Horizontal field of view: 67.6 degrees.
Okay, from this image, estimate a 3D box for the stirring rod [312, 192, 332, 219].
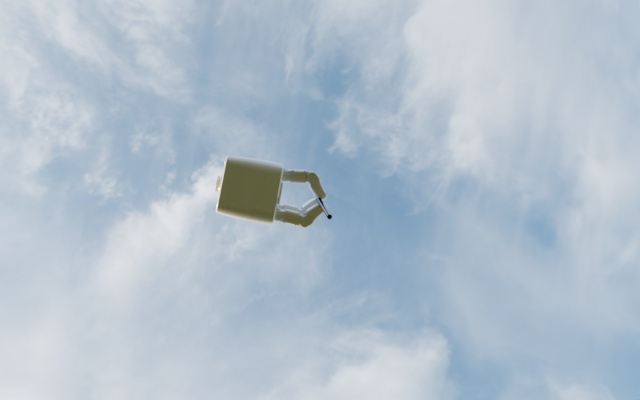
[{"bbox_3d":[0.000,0.003,0.876,0.011,0.011,0.239,0,11,-7],"label":"stirring rod"}]
